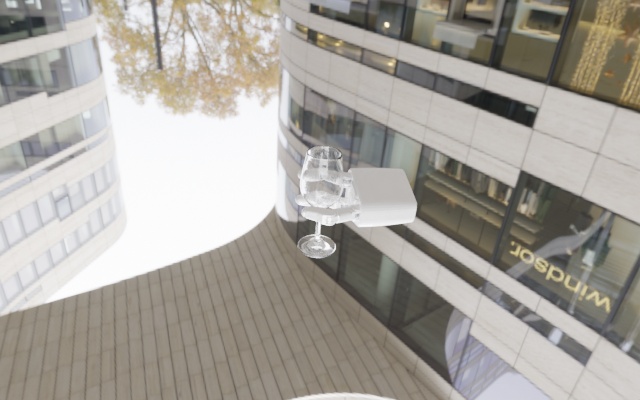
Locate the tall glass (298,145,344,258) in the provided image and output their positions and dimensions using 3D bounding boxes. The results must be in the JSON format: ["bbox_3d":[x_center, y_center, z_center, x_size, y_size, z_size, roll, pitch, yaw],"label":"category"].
[{"bbox_3d":[0.000,0.003,0.875,0.079,0.201,0.079,3,30,-2],"label":"tall glass"}]
